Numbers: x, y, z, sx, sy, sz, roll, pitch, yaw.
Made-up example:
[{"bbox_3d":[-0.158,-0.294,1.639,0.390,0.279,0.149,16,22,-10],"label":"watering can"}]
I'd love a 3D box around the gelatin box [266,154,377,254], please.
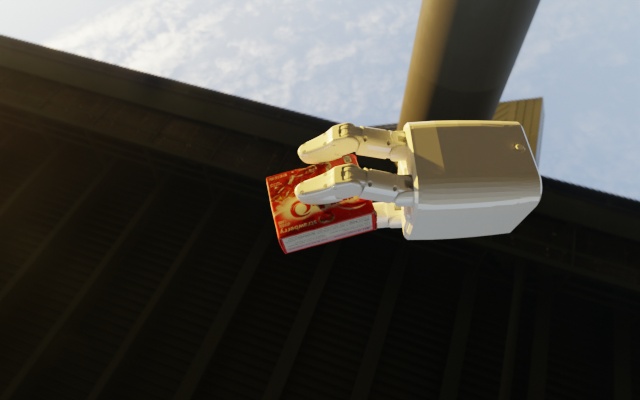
[{"bbox_3d":[0.000,0.002,0.439,0.089,0.073,0.030,-15,-38,-1],"label":"gelatin box"}]
